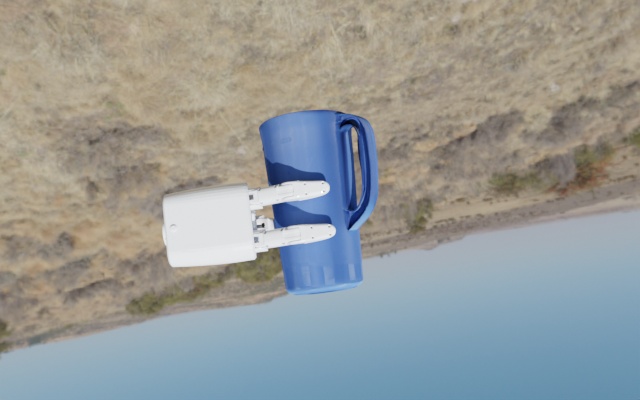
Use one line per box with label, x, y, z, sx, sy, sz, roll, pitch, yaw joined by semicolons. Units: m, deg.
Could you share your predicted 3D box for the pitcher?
pitcher;0.000;0.002;0.662;0.145;0.243;0.149;-6;-7;-8
